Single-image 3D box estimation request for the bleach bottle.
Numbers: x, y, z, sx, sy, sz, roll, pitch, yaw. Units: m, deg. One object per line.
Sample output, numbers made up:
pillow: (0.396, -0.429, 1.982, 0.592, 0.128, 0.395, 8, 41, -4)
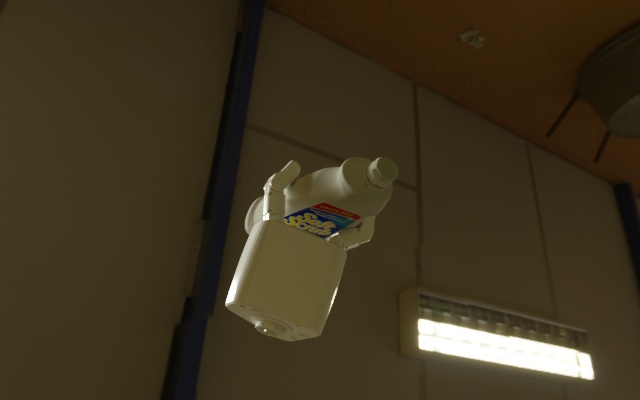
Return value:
bleach bottle: (0.000, 0.002, 0.607, 0.102, 0.068, 0.251, 31, -33, -20)
